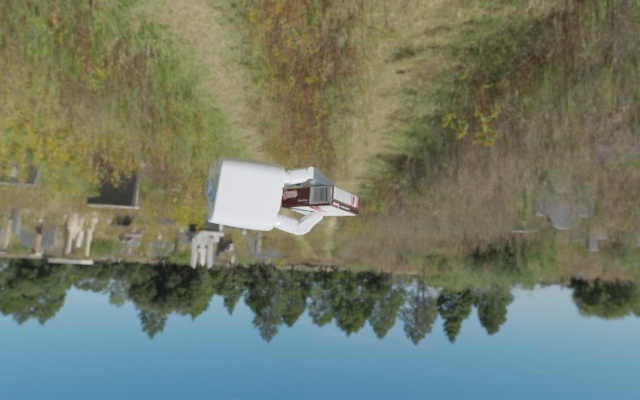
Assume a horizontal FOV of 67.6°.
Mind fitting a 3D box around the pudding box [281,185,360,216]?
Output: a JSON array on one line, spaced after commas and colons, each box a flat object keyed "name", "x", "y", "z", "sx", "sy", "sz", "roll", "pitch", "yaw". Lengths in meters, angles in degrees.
[{"name": "pudding box", "x": 0.000, "y": 0.003, "z": 0.860, "sx": 0.113, "sy": 0.039, "sz": 0.090, "roll": -1, "pitch": -13, "yaw": 37}]
